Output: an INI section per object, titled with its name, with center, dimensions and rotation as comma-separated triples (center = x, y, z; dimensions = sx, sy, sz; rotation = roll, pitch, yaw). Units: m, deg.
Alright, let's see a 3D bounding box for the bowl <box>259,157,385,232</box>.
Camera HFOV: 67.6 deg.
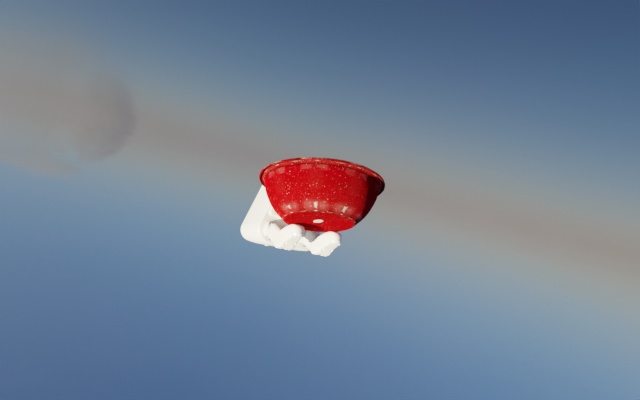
[bowl]
center = 0.000, 0.002, 0.603
dimensions = 0.162, 0.055, 0.162
rotation = 4, -19, 1
